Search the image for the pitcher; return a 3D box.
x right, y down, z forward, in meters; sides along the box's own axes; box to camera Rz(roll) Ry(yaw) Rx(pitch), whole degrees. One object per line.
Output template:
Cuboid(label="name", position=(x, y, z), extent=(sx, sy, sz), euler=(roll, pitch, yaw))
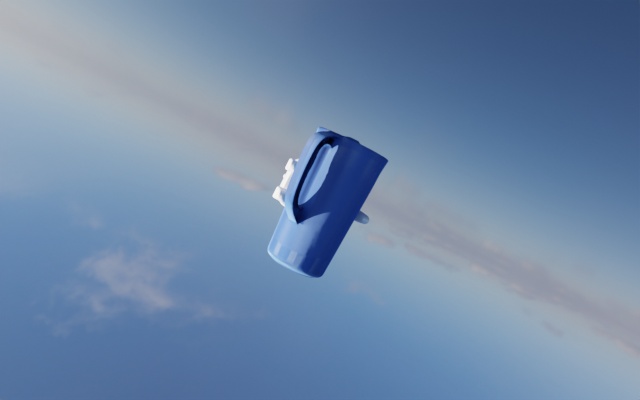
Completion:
Cuboid(label="pitcher", position=(0.000, 0.003, 0.816), extent=(0.149, 0.243, 0.145), euler=(26, 3, -12))
